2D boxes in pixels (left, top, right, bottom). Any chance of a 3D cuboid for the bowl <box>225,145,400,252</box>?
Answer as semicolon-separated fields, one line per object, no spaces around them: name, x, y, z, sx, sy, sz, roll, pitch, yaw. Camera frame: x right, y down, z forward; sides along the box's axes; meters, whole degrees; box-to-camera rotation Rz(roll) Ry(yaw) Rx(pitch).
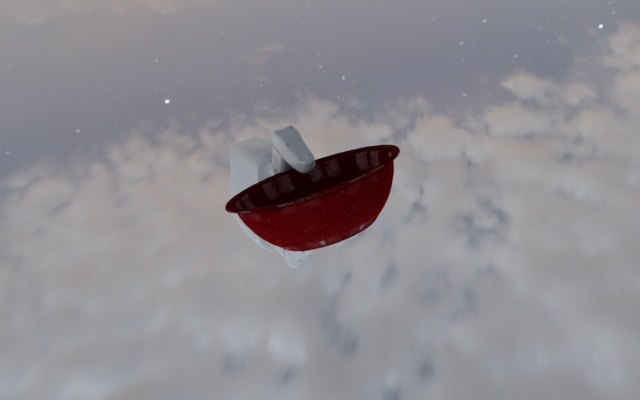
bowl;0.000;0.002;0.428;0.162;0.055;0.162;-18;13;4
